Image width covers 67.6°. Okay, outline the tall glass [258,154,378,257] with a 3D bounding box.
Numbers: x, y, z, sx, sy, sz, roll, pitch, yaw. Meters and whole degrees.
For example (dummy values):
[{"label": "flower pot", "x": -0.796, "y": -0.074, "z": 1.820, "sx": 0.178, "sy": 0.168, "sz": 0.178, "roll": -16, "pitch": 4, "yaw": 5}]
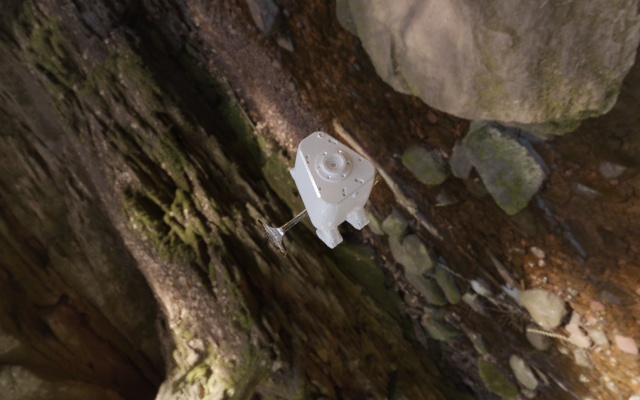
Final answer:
[{"label": "tall glass", "x": 0.000, "y": 0.003, "z": 0.779, "sx": 0.201, "sy": 0.079, "sz": 0.079, "roll": -36, "pitch": 11, "yaw": -15}]
